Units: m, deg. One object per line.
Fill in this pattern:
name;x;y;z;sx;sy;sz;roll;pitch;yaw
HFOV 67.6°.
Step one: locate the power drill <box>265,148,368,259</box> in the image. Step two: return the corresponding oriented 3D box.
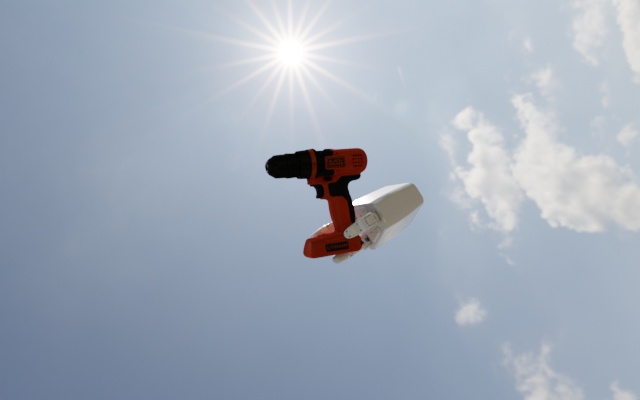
power drill;0.000;0.003;0.834;0.184;0.187;0.057;-6;7;-18
